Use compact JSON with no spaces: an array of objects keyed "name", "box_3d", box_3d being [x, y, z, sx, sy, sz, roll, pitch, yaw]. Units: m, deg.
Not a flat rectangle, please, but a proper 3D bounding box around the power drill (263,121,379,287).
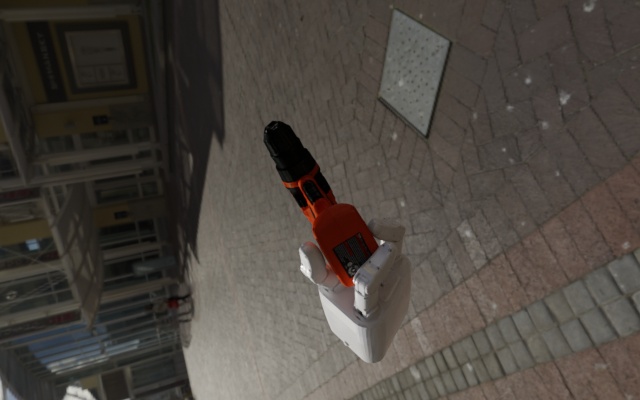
[{"name":"power drill","box_3d":[0.000,0.002,0.579,0.057,0.184,0.187,-32,32,0]}]
